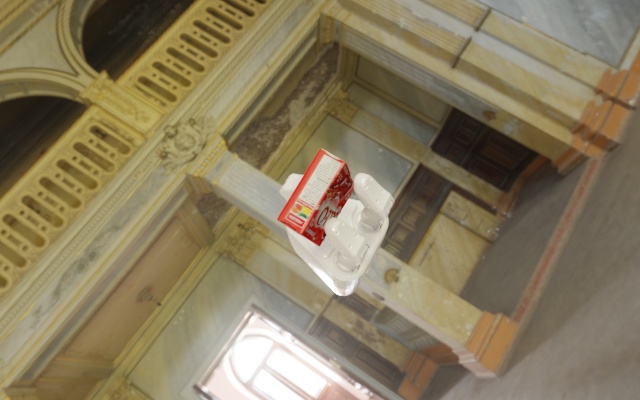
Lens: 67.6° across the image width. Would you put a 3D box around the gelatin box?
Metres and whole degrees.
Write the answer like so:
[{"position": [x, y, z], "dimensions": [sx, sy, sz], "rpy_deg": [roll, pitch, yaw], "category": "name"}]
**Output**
[{"position": [0.000, 0.001, 0.444], "dimensions": [0.030, 0.073, 0.089], "rpy_deg": [30, -6, 15], "category": "gelatin box"}]
